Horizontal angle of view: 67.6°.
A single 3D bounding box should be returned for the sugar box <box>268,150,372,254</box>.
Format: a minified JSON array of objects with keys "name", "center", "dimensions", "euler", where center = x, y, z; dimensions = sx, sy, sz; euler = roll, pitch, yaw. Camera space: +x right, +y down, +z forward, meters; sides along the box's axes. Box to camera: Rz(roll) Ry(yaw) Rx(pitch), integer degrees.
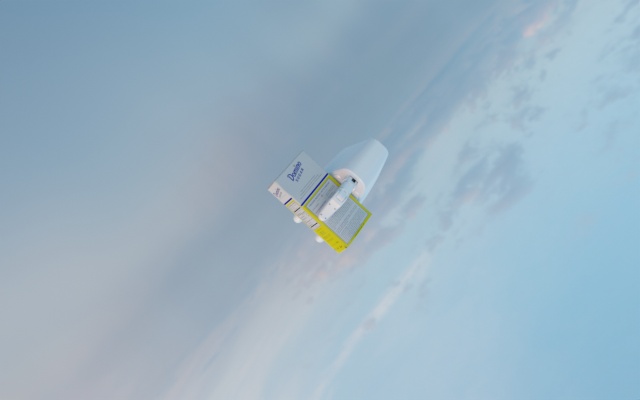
[{"name":"sugar box","center":[0.000,0.003,0.865],"dimensions":[0.093,0.176,0.048],"euler":[-50,4,-33]}]
